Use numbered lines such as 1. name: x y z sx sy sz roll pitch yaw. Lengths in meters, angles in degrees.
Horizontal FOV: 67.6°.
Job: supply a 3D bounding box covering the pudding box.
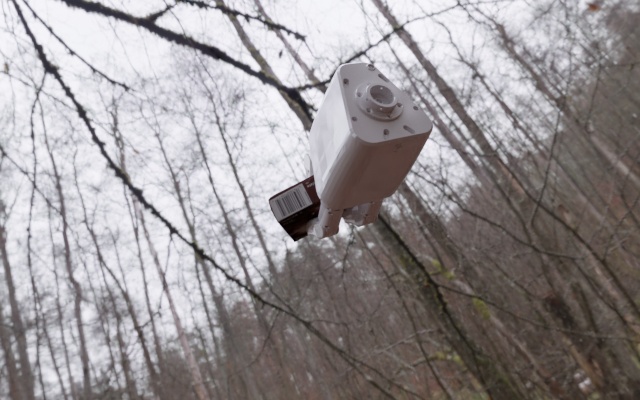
1. pudding box: 0.000 0.002 0.597 0.113 0.039 0.090 -26 -23 1
